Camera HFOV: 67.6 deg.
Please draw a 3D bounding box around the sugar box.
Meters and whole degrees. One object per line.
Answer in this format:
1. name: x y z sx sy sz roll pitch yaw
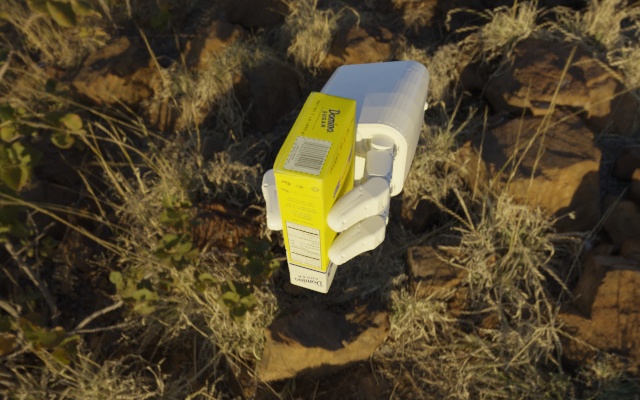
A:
1. sugar box: 0.001 0.001 0.433 0.048 0.093 0.176 13 -35 15
